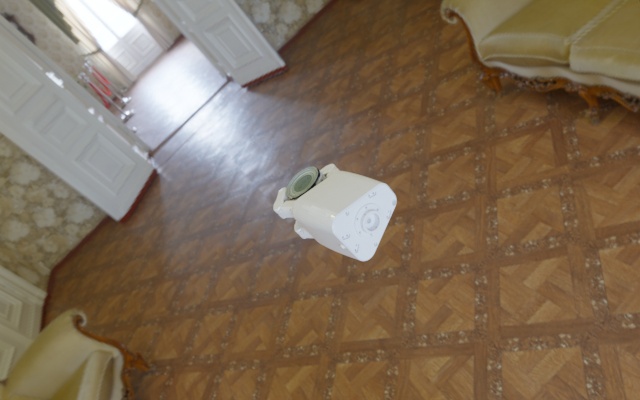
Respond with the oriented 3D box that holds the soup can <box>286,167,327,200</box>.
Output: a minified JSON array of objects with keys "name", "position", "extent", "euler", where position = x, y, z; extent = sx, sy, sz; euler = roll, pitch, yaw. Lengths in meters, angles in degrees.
[{"name":"soup can","position":[0.000,0.002,0.776],"extent":[0.068,0.068,0.102],"euler":[0,-39,49]}]
